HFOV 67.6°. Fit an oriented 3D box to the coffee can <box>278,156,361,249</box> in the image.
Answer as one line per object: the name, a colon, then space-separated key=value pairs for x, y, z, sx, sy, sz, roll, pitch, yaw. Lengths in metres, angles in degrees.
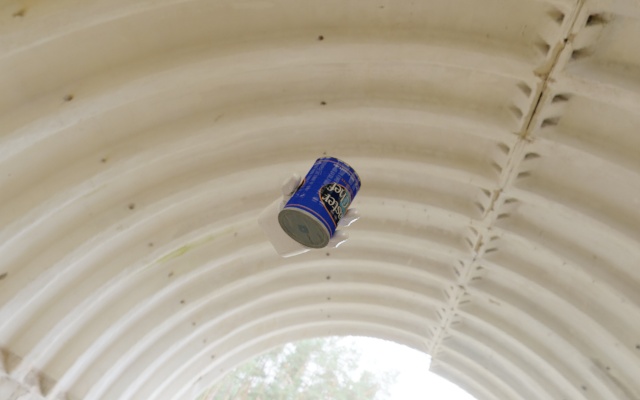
coffee can: x=0.000 y=0.003 z=0.879 sx=0.103 sy=0.140 sz=0.103 roll=22 pitch=-34 yaw=16
